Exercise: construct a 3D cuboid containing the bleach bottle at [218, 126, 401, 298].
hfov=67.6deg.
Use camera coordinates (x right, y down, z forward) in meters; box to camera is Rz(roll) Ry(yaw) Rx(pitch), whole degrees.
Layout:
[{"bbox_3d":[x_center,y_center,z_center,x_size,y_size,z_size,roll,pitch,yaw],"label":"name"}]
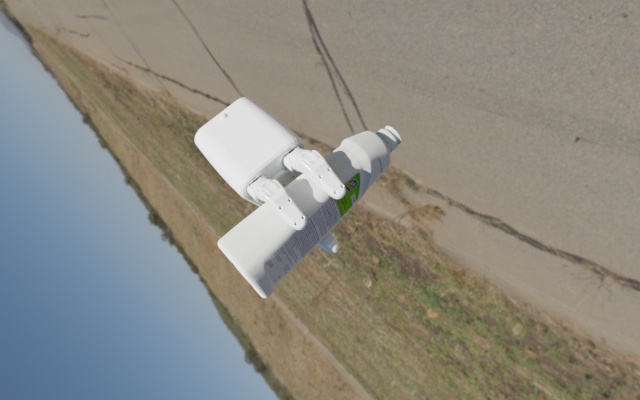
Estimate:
[{"bbox_3d":[0.000,0.002,0.576,0.068,0.251,0.103,43,-15,26],"label":"bleach bottle"}]
